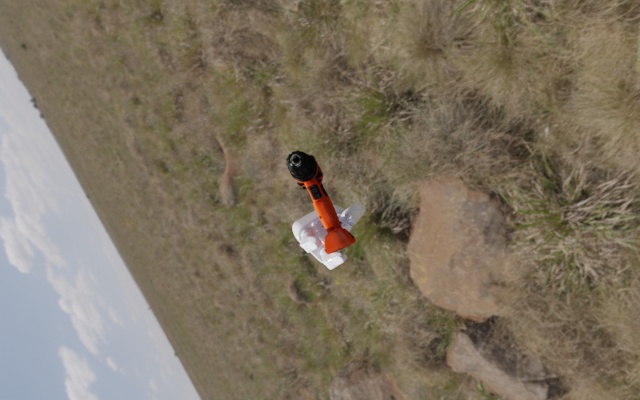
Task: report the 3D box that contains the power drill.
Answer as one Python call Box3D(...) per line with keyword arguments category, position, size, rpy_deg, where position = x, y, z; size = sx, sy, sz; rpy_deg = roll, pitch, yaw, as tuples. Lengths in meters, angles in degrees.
Box3D(category="power drill", position=(0.000, 0.003, 0.873), size=(0.057, 0.187, 0.184), rpy_deg=(-24, -9, 7))
